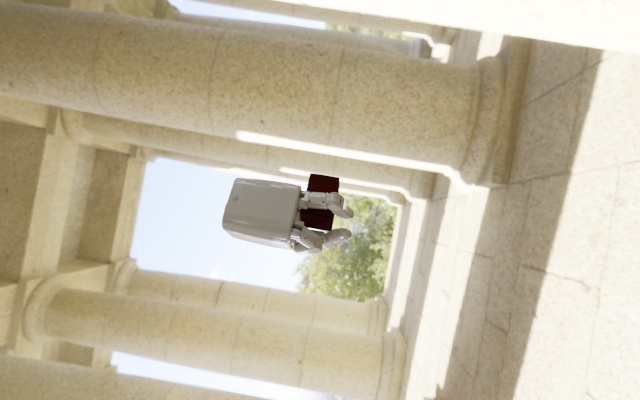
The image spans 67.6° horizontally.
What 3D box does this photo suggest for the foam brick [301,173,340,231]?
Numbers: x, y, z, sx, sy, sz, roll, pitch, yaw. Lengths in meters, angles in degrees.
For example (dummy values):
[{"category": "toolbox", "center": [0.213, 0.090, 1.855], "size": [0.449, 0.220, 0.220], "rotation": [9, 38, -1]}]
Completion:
[{"category": "foam brick", "center": [0.000, 0.002, 0.782], "size": [0.051, 0.078, 0.053], "rotation": [9, -30, 5]}]
